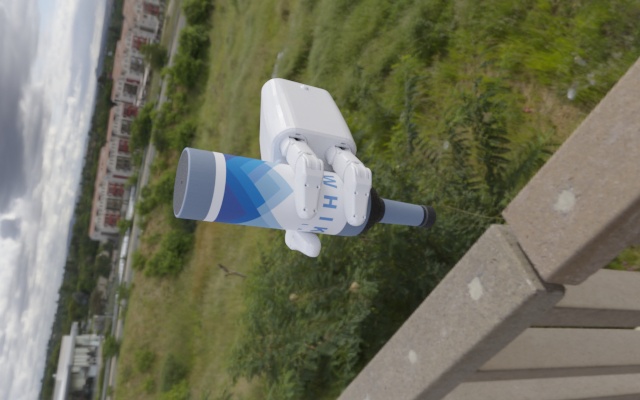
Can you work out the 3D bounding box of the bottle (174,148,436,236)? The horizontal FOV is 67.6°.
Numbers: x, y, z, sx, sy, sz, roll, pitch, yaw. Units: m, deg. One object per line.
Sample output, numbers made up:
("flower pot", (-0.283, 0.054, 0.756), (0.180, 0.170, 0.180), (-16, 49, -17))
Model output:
("bottle", (0.000, 0.002, 0.511), (0.296, 0.069, 0.069), (8, -4, -26))
